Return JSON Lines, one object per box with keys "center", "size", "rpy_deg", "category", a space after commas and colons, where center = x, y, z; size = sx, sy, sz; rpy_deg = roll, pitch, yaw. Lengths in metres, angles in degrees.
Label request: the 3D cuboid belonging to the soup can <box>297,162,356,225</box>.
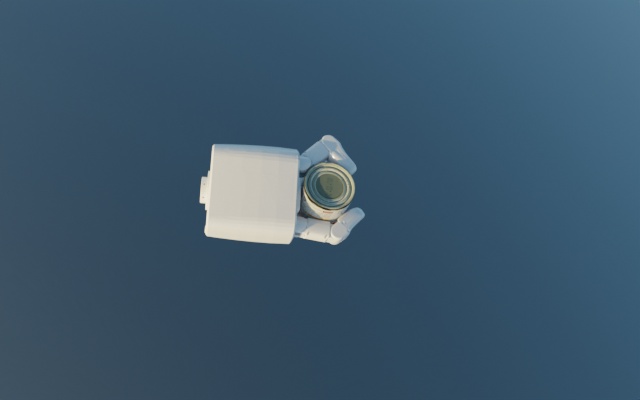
{"center": [0.001, 0.002, 0.626], "size": [0.068, 0.068, 0.102], "rpy_deg": [0, -25, -15], "category": "soup can"}
